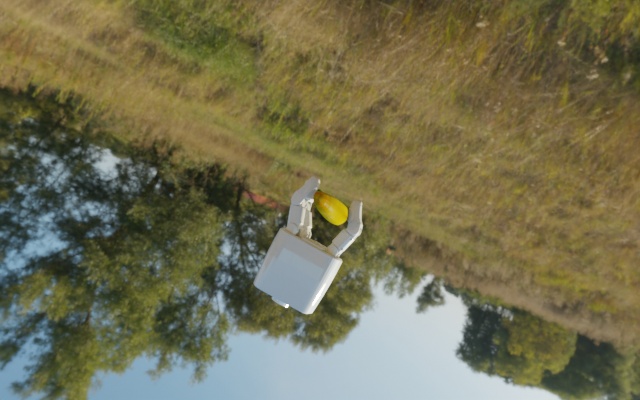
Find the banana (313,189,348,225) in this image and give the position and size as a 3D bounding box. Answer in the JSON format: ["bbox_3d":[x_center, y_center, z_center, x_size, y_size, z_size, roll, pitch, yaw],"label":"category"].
[{"bbox_3d":[0.015,0.013,0.781,0.069,0.037,0.198,35,0,-1],"label":"banana"}]
